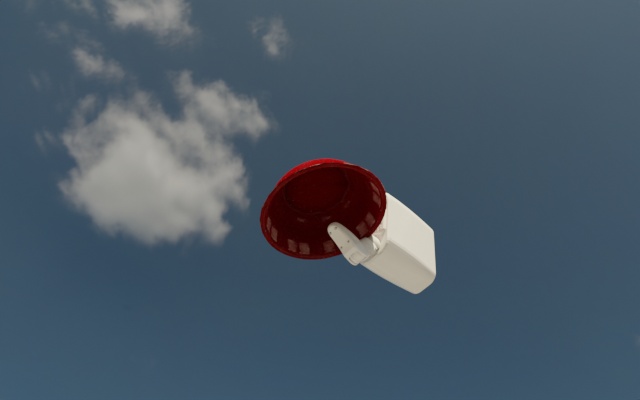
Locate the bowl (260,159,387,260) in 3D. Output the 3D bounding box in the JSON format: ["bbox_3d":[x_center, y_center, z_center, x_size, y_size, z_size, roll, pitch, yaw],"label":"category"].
[{"bbox_3d":[-0.001,0.001,0.612,0.162,0.162,0.055,0,41,-16],"label":"bowl"}]
